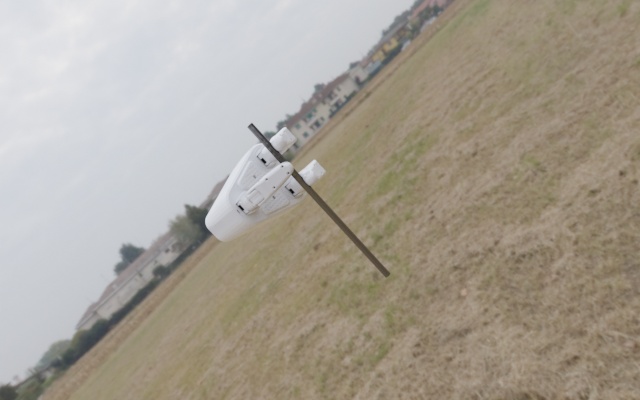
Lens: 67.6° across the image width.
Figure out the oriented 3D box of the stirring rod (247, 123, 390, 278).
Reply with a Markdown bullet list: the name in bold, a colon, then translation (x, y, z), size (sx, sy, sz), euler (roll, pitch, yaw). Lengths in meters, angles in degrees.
- **stirring rod**: translation (0.000, 0.002, 0.558), size (0.011, 0.239, 0.011), euler (-42, 7, 6)
